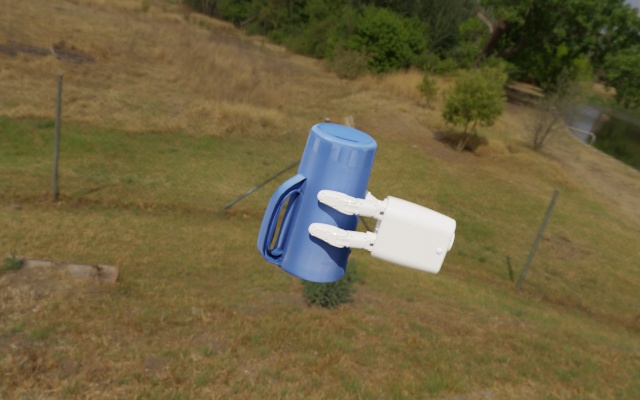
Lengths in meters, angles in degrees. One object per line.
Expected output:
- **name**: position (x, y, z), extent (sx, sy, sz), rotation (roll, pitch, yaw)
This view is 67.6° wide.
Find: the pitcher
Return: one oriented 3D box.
- **pitcher**: position (0.000, 0.003, 0.781), extent (0.145, 0.243, 0.149), rotation (18, 21, 8)
